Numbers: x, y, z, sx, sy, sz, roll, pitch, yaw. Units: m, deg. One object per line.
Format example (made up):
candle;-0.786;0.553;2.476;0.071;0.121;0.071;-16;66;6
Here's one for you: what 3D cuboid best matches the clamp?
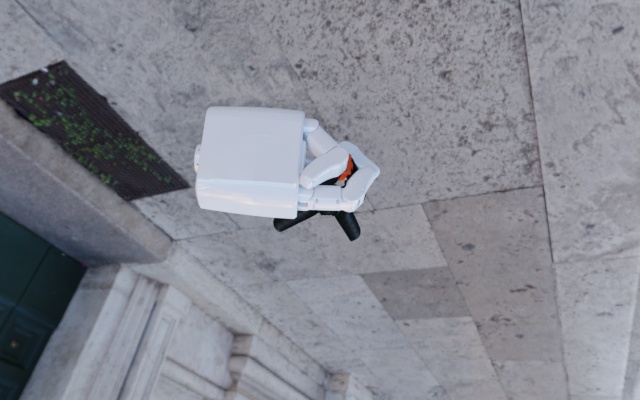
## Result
clamp;0.000;0.002;0.598;0.120;0.039;0.172;-2;-34;-6
